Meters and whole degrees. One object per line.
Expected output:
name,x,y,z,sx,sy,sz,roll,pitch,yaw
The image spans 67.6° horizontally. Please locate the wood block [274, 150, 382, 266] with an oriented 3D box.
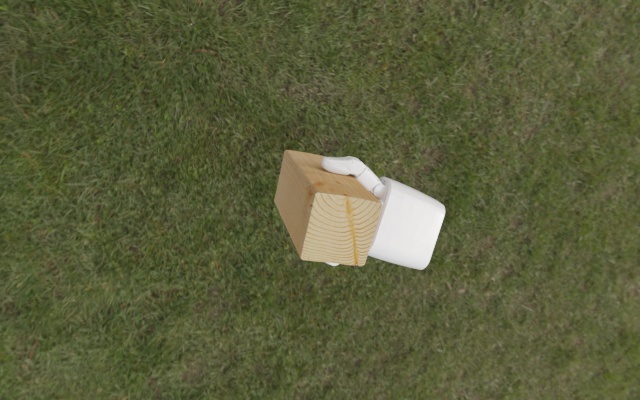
wood block,0.001,0.002,0.678,0.090,0.091,0.206,9,17,-18
